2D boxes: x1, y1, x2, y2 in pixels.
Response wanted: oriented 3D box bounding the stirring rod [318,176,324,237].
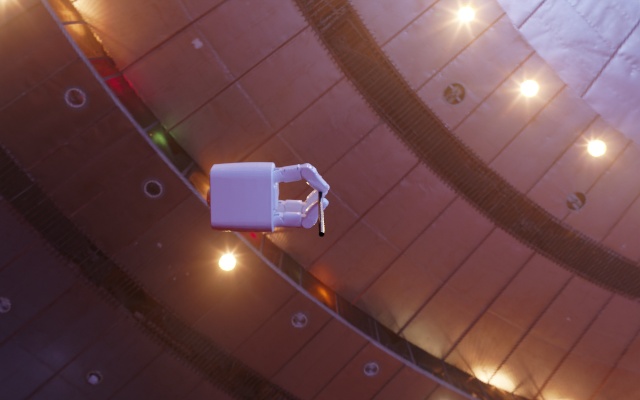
[{"bbox_3d":[0.000,0.003,0.775,0.011,0.011,0.239,0,22,-1],"label":"stirring rod"}]
